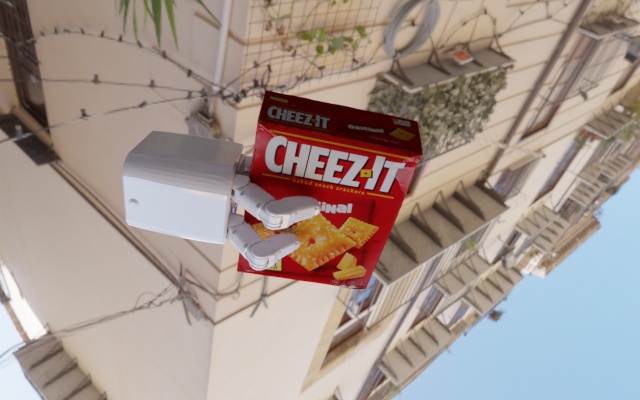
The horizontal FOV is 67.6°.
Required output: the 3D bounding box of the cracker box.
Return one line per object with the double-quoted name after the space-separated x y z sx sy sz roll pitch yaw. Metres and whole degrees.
0.000 0.002 0.534 0.164 0.214 0.072 10 40 -6 "cracker box"
